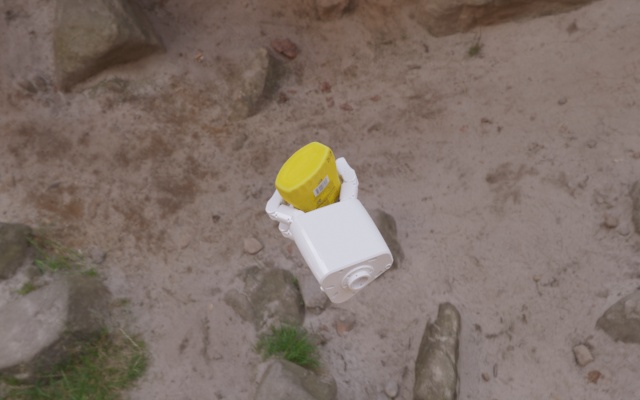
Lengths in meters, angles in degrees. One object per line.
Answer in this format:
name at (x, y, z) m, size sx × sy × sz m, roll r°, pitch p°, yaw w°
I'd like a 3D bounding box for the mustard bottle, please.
mustard bottle at (0.000, 0.002, 0.754) m, size 0.058 × 0.096 × 0.192 m, roll 28°, pitch -21°, yaw 33°
